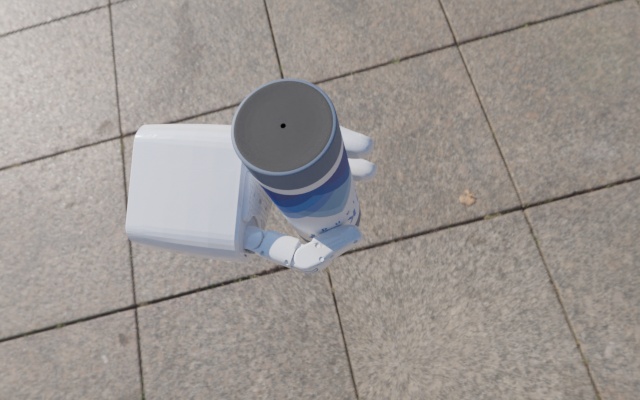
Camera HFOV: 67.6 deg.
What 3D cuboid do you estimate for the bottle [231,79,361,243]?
[{"bbox_3d":[0.000,0.001,0.427,0.069,0.069,0.296,0,-19,9],"label":"bottle"}]
